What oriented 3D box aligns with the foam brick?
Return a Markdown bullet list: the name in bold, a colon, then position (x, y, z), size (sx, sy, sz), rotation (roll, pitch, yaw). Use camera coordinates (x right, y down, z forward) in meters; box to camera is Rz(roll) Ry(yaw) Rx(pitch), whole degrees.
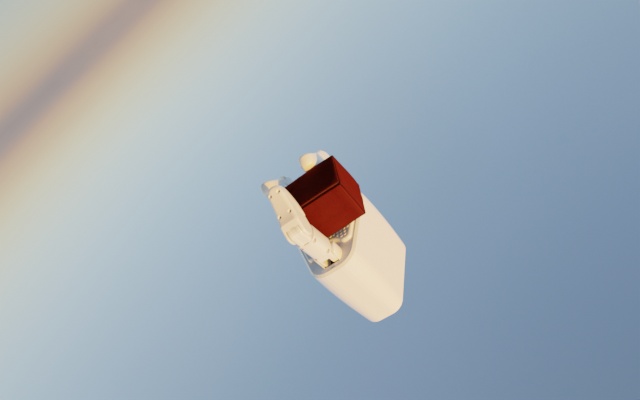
- **foam brick**: position (0.000, 0.001, 0.502), size (0.078, 0.053, 0.051), rotation (-33, -56, 19)
